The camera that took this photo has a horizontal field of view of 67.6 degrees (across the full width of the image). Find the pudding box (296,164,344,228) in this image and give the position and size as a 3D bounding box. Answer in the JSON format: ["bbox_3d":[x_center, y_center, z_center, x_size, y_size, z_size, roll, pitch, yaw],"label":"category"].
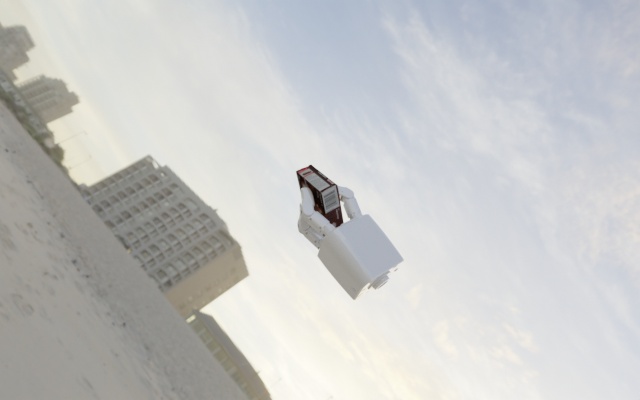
[{"bbox_3d":[0.000,0.003,0.870,0.039,0.114,0.090,-26,40,-22],"label":"pudding box"}]
